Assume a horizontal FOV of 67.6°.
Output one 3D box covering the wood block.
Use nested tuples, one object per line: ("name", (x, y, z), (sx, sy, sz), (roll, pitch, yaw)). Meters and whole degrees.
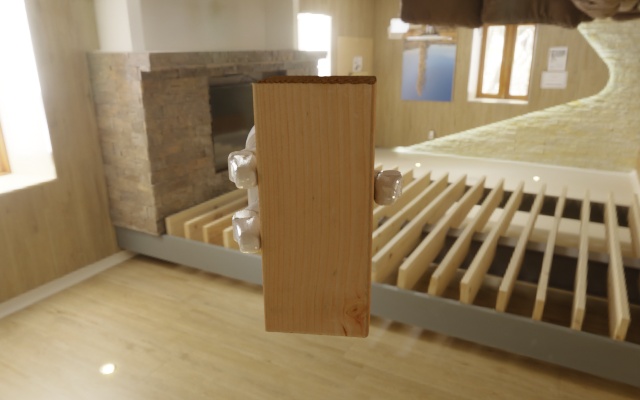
("wood block", (0.000, 0.001, 0.409), (0.091, 0.206, 0.090), (1, 18, 7))
